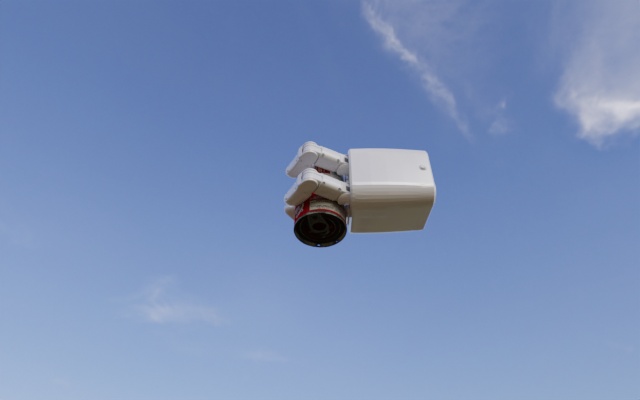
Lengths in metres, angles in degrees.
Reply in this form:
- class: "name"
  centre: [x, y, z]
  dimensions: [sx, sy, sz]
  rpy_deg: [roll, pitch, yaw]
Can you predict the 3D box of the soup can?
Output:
- class: "soup can"
  centre: [0.000, 0.002, 0.638]
  dimensions: [0.068, 0.102, 0.069]
  rpy_deg: [0, -44, 0]
